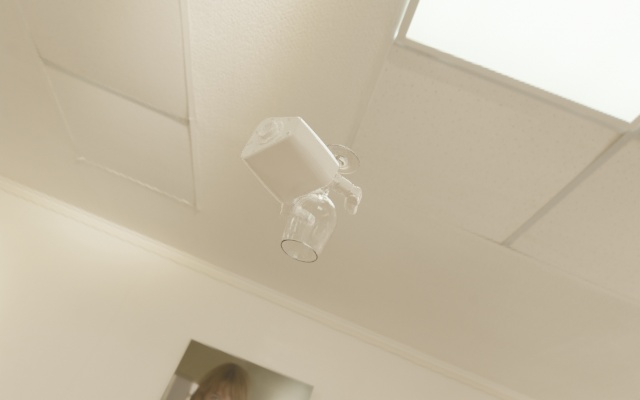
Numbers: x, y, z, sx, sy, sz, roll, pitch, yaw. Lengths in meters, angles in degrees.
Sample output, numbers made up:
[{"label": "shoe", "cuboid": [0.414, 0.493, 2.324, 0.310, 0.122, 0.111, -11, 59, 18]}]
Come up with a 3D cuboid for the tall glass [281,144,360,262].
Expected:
[{"label": "tall glass", "cuboid": [0.000, 0.002, 0.791, 0.079, 0.201, 0.079, 16, -34, 11]}]
